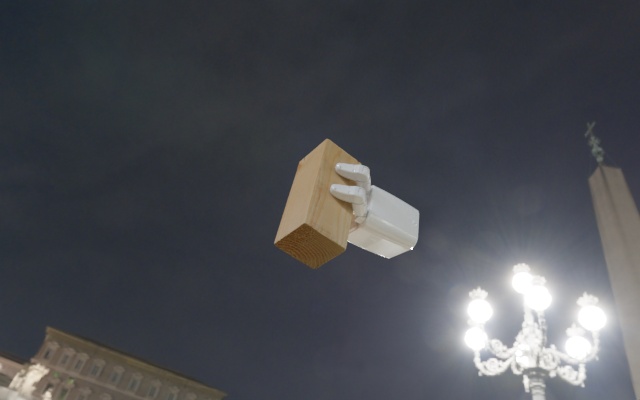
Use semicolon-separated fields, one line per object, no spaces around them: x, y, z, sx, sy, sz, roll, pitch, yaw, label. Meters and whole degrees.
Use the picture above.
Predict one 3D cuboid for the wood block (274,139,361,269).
0.000;0.003;0.848;0.090;0.206;0.091;34;-46;-21;wood block
